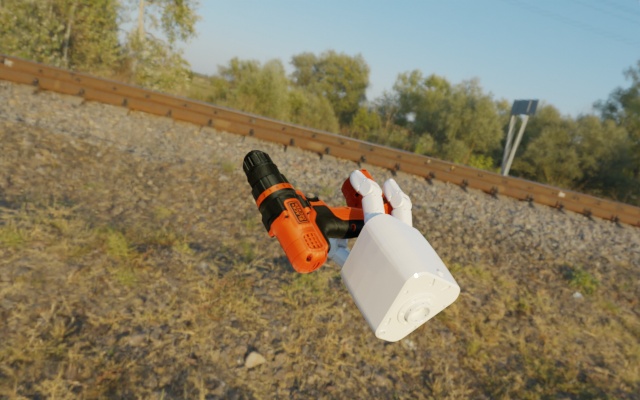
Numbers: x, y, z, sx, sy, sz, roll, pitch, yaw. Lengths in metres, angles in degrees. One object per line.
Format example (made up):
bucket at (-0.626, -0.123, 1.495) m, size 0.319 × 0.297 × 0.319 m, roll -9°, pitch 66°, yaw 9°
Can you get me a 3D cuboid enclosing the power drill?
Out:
power drill at (0.001, 0.002, 0.650) m, size 0.187 × 0.184 × 0.057 m, roll -9°, pitch -31°, yaw -39°
